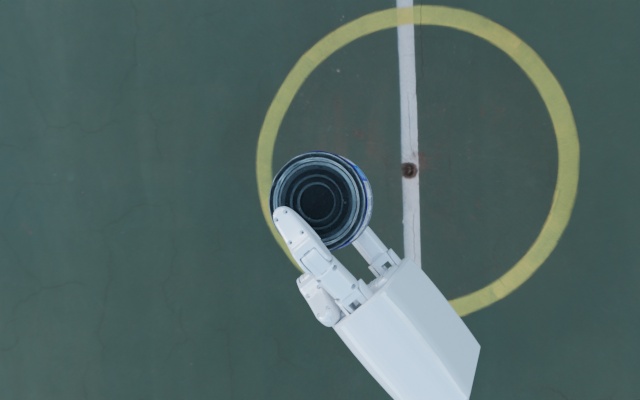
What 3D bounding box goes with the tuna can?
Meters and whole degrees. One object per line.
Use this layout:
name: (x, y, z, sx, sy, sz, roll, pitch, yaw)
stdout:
tuna can: (0.000, 0.001, 0.405, 0.086, 0.086, 0.034, 0, 0, 15)
